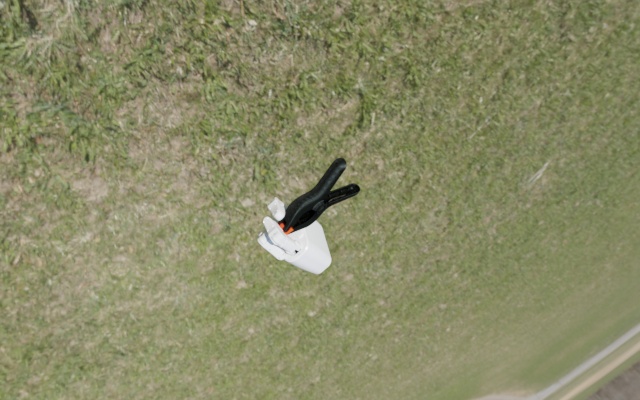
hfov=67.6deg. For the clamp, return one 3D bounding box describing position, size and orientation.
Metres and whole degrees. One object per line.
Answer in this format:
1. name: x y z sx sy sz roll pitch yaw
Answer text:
1. clamp: 0.000 0.003 0.872 0.171 0.039 0.120 -41 -36 8
